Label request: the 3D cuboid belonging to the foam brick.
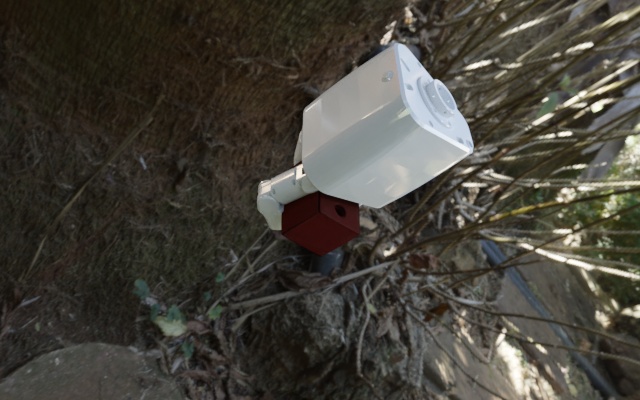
[{"bbox_3d":[0.000,0.002,0.447,0.051,0.078,0.053,-30,-46,34],"label":"foam brick"}]
